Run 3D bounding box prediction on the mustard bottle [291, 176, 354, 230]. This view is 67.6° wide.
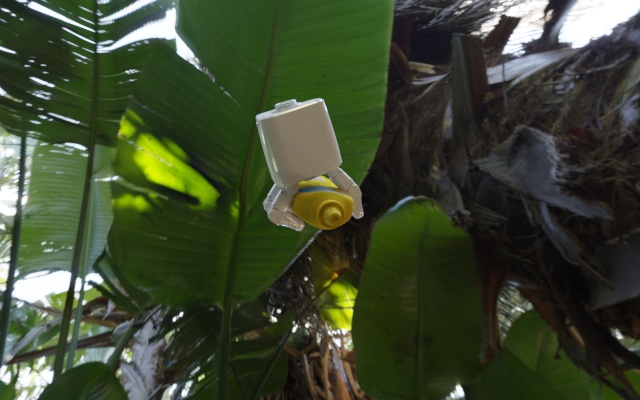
[{"bbox_3d":[0.000,0.003,0.751,0.096,0.058,0.191,6,12,-14],"label":"mustard bottle"}]
